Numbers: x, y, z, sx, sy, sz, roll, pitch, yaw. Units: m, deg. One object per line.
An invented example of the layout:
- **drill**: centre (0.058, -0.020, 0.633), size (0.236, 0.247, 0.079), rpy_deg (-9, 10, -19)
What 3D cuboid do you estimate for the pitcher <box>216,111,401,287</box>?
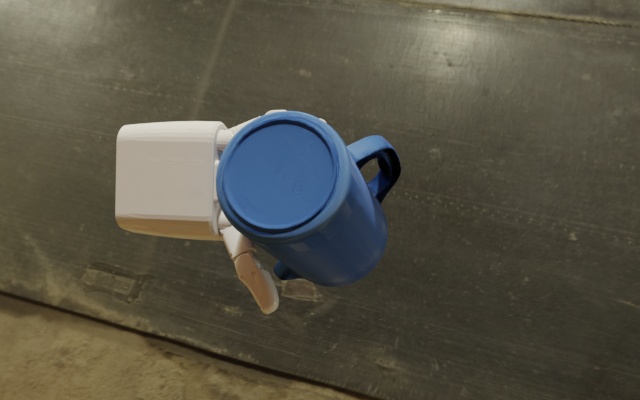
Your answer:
- **pitcher**: centre (0.000, 0.002, 0.471), size (0.145, 0.149, 0.243), rpy_deg (3, -14, 12)
